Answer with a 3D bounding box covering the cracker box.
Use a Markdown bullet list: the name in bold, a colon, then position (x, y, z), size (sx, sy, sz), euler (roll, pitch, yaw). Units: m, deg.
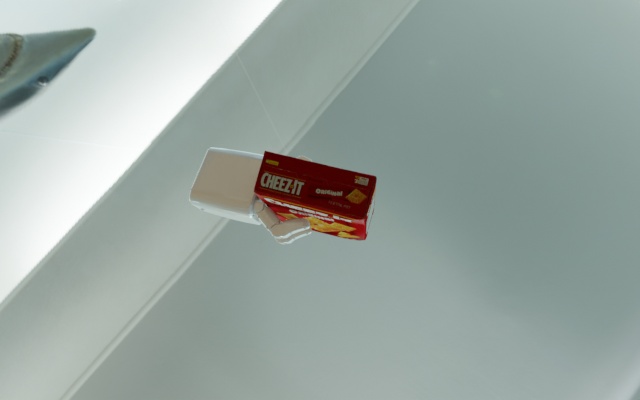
- **cracker box**: position (0.000, 0.002, 0.754), size (0.164, 0.072, 0.214), euler (13, -11, 8)
